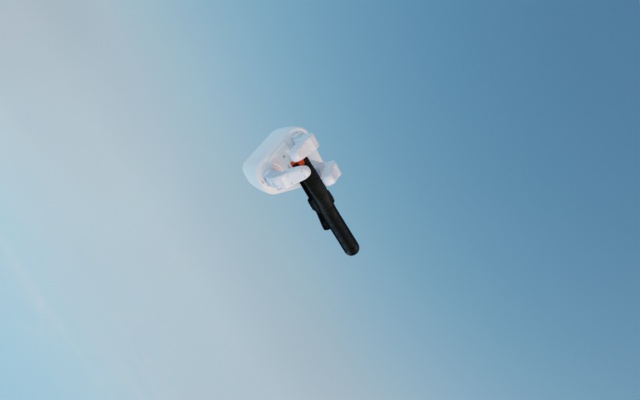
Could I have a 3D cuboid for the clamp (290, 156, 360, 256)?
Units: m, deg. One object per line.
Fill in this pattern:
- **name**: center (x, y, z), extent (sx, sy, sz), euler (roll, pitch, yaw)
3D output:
- **clamp**: center (0.000, 0.003, 0.756), extent (0.039, 0.171, 0.120), euler (-32, 18, -14)
